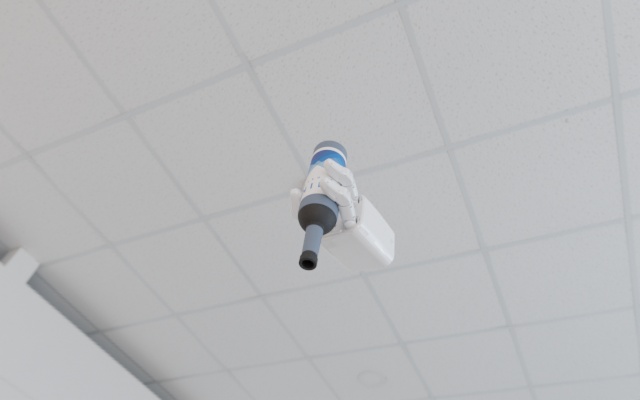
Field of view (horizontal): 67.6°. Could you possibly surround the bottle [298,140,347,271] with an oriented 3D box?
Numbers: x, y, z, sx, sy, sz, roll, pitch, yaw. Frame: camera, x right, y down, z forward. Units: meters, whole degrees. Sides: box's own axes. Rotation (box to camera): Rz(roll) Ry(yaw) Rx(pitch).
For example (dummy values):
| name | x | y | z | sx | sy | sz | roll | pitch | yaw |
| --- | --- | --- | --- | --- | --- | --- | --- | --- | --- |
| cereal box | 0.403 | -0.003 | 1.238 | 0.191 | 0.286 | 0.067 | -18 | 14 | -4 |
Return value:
| name | x | y | z | sx | sy | sz | roll | pitch | yaw |
| --- | --- | --- | --- | --- | --- | --- | --- | --- | --- |
| bottle | 0.000 | 0.002 | 0.814 | 0.069 | 0.069 | 0.295 | 0 | 38 | 10 |
